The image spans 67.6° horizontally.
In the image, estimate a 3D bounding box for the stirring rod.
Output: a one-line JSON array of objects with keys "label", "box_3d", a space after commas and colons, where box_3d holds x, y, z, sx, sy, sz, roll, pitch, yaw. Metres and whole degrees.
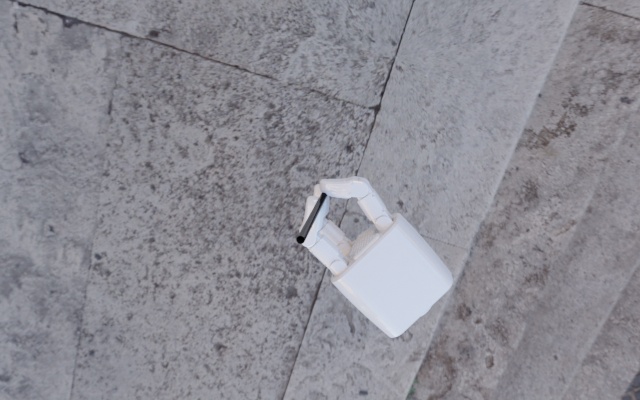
[{"label": "stirring rod", "box_3d": [0.000, 0.002, 0.547, 0.011, 0.011, 0.239, 0, 16, 9]}]
